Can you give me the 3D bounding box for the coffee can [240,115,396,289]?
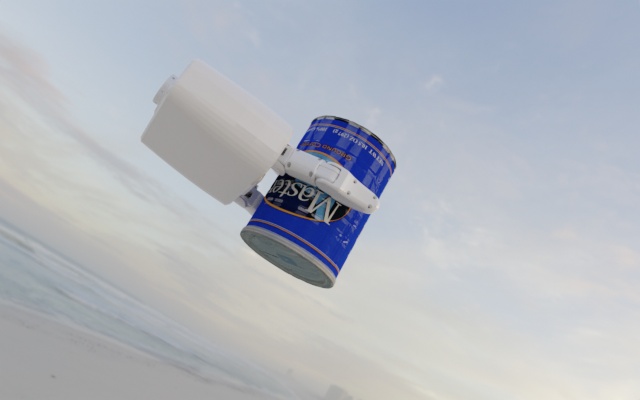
[{"bbox_3d":[0.000,0.002,0.479,0.103,0.140,0.103,27,-20,11],"label":"coffee can"}]
